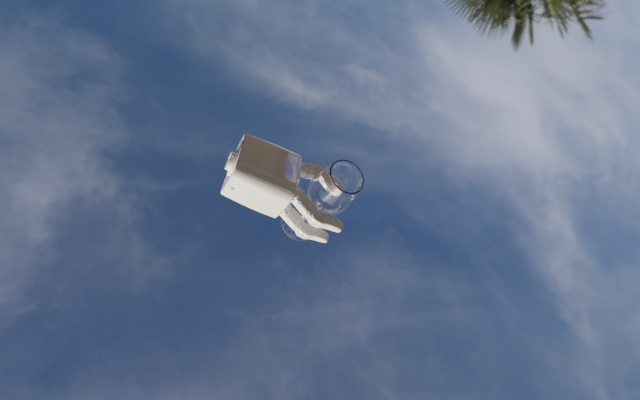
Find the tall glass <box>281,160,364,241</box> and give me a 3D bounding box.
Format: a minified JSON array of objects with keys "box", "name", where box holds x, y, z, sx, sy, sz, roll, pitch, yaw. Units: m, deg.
[{"box":[0.000,0.003,0.840,0.079,0.079,0.201,0,-24,-28],"name":"tall glass"}]
